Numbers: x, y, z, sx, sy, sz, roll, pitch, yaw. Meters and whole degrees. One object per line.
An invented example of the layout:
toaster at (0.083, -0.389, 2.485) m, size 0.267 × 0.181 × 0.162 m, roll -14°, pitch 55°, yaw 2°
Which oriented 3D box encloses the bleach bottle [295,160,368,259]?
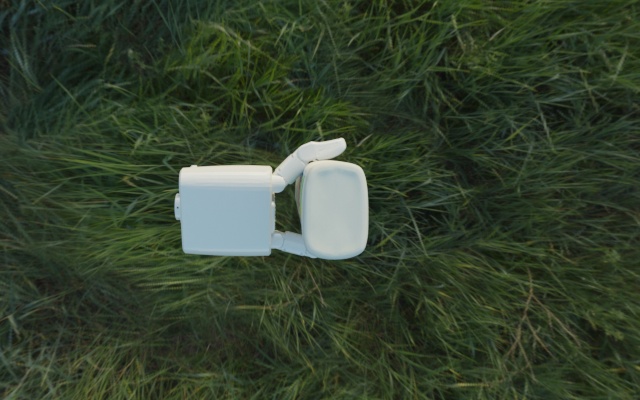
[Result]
bleach bottle at (0.000, 0.002, 0.599) m, size 0.068 × 0.102 × 0.251 m, roll 0°, pitch 3°, yaw -7°
